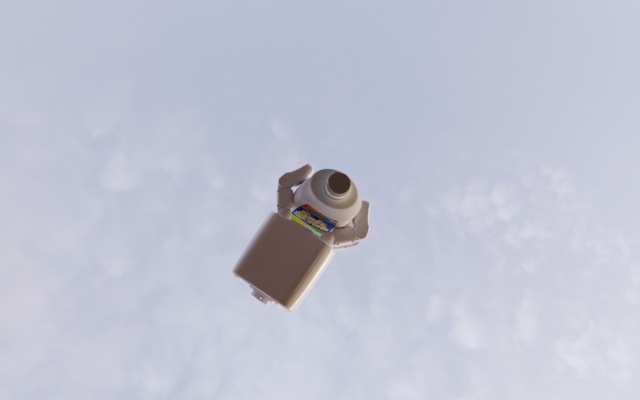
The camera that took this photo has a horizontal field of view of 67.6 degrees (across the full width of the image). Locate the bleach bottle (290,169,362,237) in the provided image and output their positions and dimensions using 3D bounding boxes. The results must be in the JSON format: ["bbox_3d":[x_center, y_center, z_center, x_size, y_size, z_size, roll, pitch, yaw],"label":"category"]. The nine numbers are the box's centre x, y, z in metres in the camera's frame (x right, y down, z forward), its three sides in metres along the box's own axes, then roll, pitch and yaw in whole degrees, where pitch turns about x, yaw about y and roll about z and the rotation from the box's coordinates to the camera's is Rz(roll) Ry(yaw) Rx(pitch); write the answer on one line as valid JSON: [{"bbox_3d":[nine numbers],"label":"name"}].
[{"bbox_3d":[0.000,0.002,0.698,0.102,0.068,0.251,35,-15,2],"label":"bleach bottle"}]
